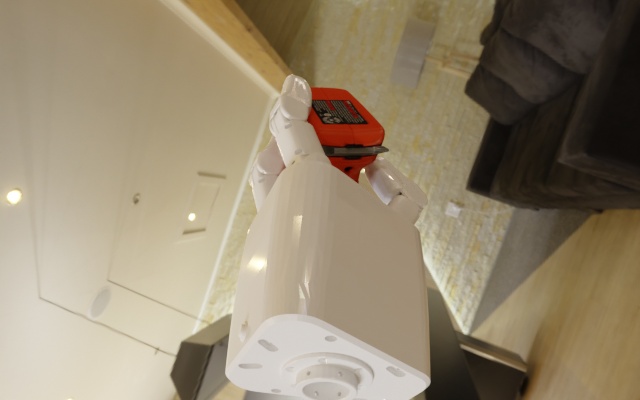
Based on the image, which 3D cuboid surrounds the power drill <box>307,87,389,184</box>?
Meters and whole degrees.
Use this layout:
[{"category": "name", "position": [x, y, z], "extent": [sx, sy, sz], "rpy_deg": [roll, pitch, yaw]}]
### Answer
[{"category": "power drill", "position": [0.000, 0.001, 0.422], "extent": [0.057, 0.188, 0.184], "rpy_deg": [-5, 31, -16]}]
